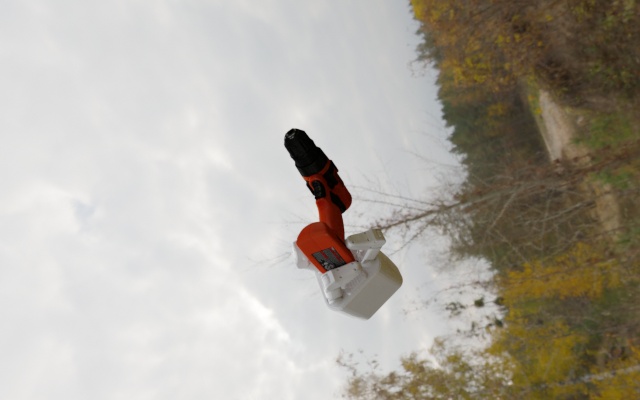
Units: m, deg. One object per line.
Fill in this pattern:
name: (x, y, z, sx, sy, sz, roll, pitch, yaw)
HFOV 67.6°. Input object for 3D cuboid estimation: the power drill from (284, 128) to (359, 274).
power drill: (0.000, 0.003, 0.722, 0.057, 0.187, 0.184, -21, -47, 20)
